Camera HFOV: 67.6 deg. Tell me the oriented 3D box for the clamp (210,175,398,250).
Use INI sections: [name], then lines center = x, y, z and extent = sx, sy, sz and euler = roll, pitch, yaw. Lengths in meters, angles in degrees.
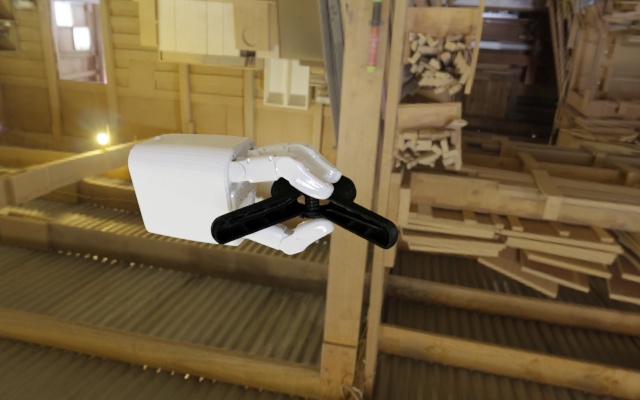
[clamp]
center = 0.000, 0.002, 0.499
extent = 0.164, 0.036, 0.210
euler = 5, 19, 9
